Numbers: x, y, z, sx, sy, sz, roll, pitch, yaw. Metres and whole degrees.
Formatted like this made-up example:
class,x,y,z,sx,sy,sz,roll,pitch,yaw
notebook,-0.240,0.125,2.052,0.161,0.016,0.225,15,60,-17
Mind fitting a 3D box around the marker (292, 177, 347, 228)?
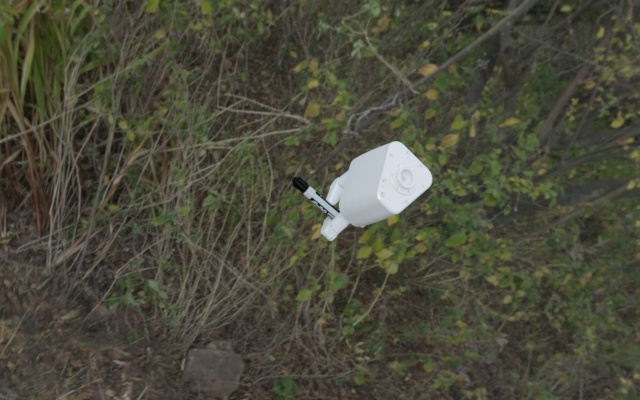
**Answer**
class,x,y,z,sx,sy,sz,roll,pitch,yaw
marker,0.000,0.003,0.790,0.121,0.020,0.020,41,-13,-15
